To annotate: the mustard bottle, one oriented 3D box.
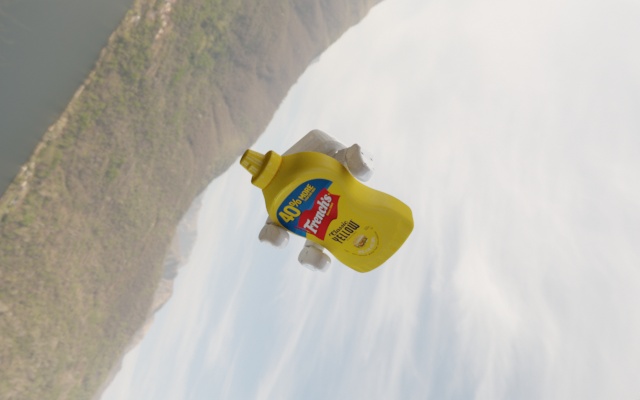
[{"bbox_3d":[0.000,0.002,0.510,0.192,0.096,0.058,31,34,-19],"label":"mustard bottle"}]
